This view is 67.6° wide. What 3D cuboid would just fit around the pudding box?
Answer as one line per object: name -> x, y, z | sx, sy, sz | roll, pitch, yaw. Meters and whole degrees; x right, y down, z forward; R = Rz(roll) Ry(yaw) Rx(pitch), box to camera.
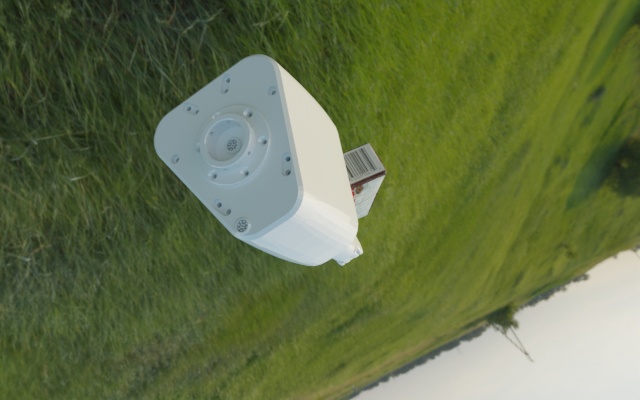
pudding box -> 0.000, 0.002, 0.452 | 0.113, 0.039, 0.090 | -22, -22, -17
